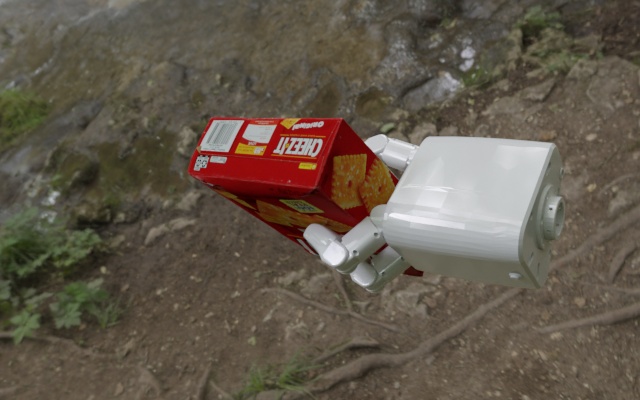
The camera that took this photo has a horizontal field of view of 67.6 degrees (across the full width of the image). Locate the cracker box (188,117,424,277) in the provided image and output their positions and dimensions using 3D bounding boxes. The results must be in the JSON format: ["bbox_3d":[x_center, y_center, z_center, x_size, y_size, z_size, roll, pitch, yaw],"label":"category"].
[{"bbox_3d":[0.000,0.001,0.480,0.164,0.072,0.214,8,-21,39],"label":"cracker box"}]
